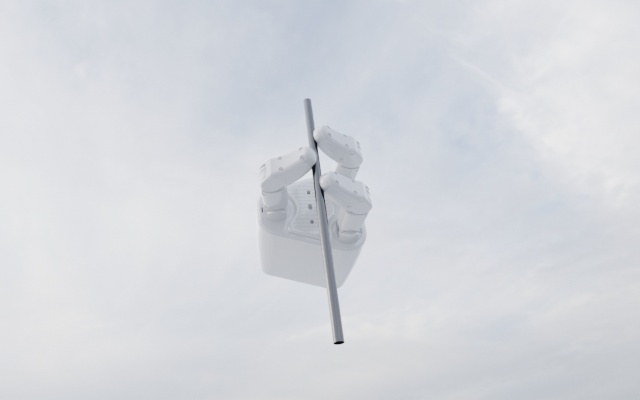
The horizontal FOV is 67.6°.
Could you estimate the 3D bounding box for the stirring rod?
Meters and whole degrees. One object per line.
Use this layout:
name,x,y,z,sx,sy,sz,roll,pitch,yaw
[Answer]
stirring rod,0.000,0.001,0.403,0.011,0.239,0.011,-5,-34,-3
